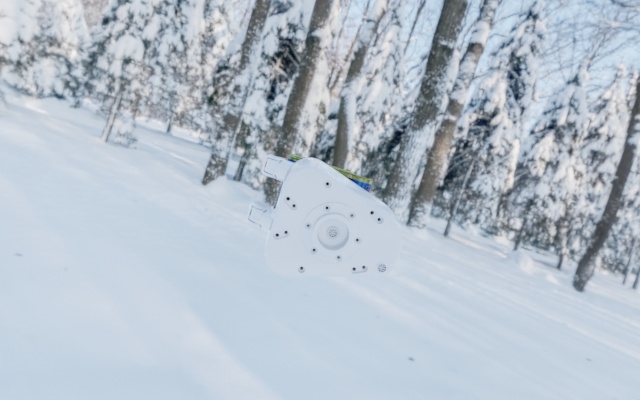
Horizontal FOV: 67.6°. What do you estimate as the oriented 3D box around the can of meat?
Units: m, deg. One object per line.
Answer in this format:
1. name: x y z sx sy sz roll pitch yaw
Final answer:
1. can of meat: 0.000 0.001 0.534 0.102 0.084 0.057 17 7 1
